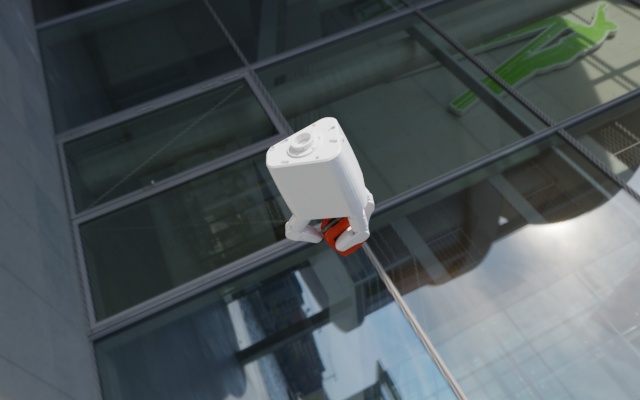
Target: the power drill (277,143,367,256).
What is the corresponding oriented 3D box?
[{"bbox_3d":[0.000,0.003,0.800,0.057,0.187,0.184,-40,-30,3],"label":"power drill"}]
